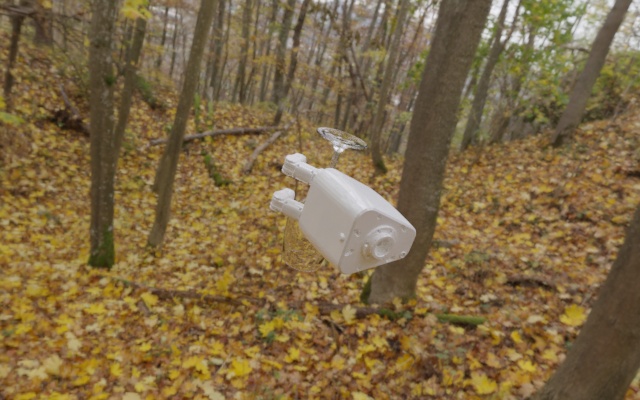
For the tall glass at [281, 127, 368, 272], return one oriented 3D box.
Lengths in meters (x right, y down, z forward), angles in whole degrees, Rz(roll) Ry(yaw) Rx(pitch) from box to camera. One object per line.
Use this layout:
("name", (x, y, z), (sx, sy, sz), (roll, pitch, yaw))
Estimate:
("tall glass", (0.000, 0.002, 0.687), (0.079, 0.201, 0.079), (16, 21, -6))
